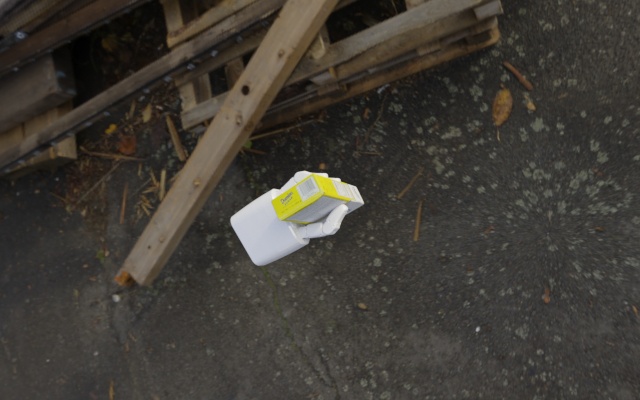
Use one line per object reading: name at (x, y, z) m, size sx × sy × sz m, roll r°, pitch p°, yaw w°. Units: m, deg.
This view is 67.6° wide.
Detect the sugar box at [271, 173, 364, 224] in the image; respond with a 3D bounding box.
sugar box at (0.000, 0.002, 0.841) m, size 0.093 × 0.048 × 0.176 m, roll -31°, pitch -16°, yaw 20°
